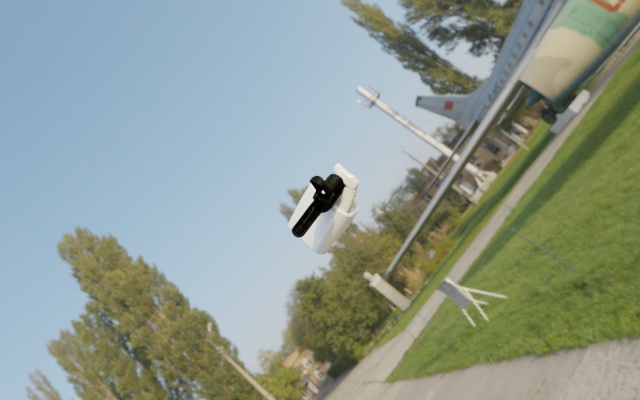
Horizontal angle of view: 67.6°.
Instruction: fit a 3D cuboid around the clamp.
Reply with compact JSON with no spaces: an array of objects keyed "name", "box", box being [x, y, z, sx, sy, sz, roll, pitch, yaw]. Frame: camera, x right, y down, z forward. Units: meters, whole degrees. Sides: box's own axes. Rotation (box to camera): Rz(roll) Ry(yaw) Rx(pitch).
[{"name":"clamp","box":[0.000,0.002,0.885,0.039,0.120,0.171,34,18,15]}]
